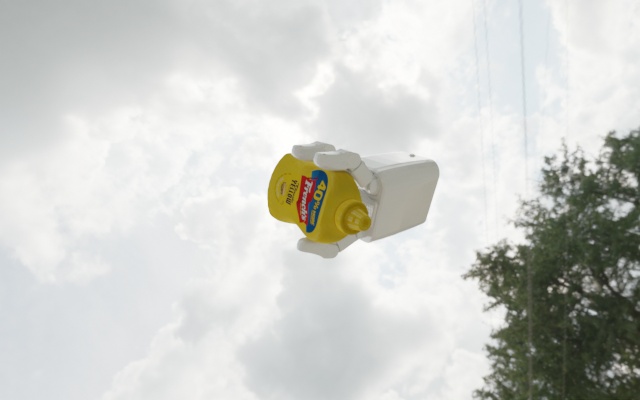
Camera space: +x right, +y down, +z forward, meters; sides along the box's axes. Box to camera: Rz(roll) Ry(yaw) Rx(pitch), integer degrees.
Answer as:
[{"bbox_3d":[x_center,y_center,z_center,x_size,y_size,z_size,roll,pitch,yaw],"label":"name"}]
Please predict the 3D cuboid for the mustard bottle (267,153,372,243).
[{"bbox_3d":[0.000,0.002,0.609,0.058,0.096,0.191,13,7,-36],"label":"mustard bottle"}]
